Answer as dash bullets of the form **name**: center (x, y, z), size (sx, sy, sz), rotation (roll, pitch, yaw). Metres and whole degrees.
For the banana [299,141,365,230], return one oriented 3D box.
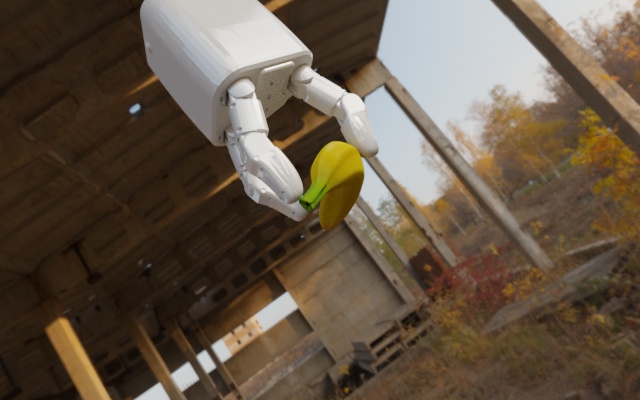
- **banana**: center (0.012, -0.013, 0.435), size (0.037, 0.069, 0.198), rotation (41, -2, 11)
